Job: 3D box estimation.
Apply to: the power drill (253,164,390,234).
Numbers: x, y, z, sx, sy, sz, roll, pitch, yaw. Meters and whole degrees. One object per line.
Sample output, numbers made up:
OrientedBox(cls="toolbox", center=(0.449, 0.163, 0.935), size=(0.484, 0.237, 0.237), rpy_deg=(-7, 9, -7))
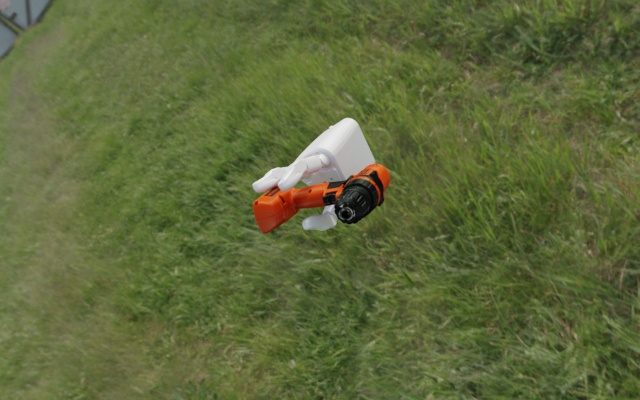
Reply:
OrientedBox(cls="power drill", center=(0.000, 0.002, 0.697), size=(0.187, 0.057, 0.184), rpy_deg=(-10, 12, 23))
